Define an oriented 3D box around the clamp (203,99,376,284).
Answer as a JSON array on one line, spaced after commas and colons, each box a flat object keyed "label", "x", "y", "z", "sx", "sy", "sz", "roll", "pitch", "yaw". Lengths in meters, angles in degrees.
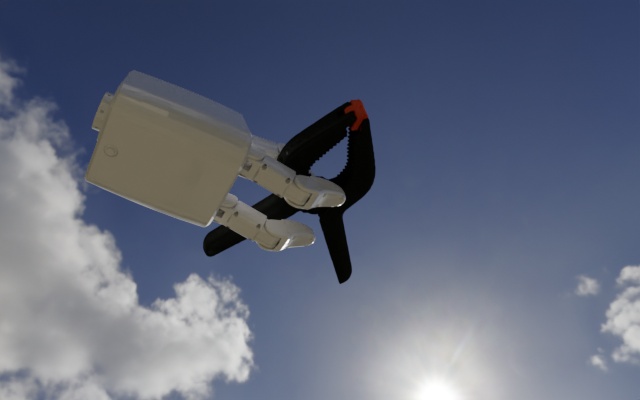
[{"label": "clamp", "x": 0.000, "y": 0.001, "z": 0.466, "sx": 0.164, "sy": 0.210, "sz": 0.036, "roll": 21, "pitch": 32, "yaw": -25}]
